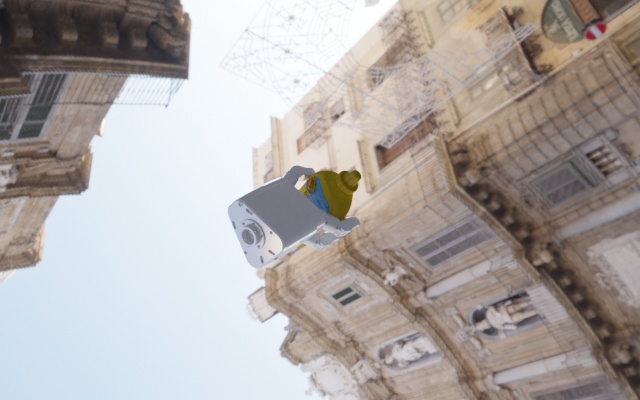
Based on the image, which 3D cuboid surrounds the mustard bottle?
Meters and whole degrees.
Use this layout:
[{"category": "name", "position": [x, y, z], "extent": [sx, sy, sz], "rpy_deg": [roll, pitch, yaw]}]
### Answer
[{"category": "mustard bottle", "position": [0.000, 0.003, 0.828], "extent": [0.058, 0.096, 0.192], "rpy_deg": [4, -31, -43]}]
